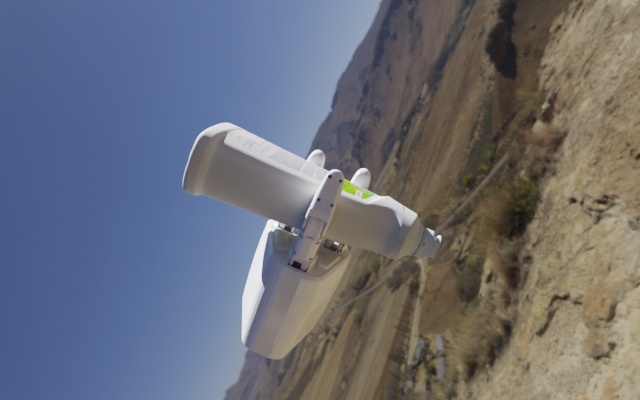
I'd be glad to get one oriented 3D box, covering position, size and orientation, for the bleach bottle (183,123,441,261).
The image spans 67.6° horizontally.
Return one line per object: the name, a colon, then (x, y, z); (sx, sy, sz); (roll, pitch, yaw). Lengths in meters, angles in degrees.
bleach bottle: (0.000, 0.001, 0.478); (0.251, 0.068, 0.102); (23, 19, 1)
